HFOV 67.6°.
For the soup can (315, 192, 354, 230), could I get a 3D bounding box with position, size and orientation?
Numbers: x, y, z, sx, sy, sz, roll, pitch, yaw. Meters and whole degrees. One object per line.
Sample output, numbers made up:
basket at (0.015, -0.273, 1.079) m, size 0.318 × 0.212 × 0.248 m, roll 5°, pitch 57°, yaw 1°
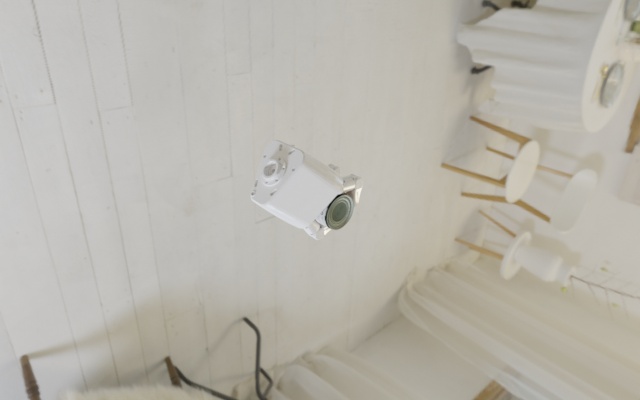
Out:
soup can at (0.001, 0.003, 0.839) m, size 0.068 × 0.068 × 0.102 m, roll 0°, pitch 20°, yaw -46°
